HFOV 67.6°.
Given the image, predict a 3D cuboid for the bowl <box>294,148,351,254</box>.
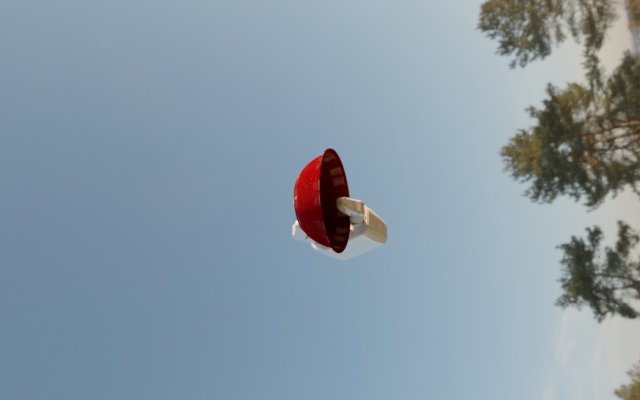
[{"bbox_3d":[-0.001,0.002,0.736,0.055,0.162,0.162,-5,-2,18],"label":"bowl"}]
